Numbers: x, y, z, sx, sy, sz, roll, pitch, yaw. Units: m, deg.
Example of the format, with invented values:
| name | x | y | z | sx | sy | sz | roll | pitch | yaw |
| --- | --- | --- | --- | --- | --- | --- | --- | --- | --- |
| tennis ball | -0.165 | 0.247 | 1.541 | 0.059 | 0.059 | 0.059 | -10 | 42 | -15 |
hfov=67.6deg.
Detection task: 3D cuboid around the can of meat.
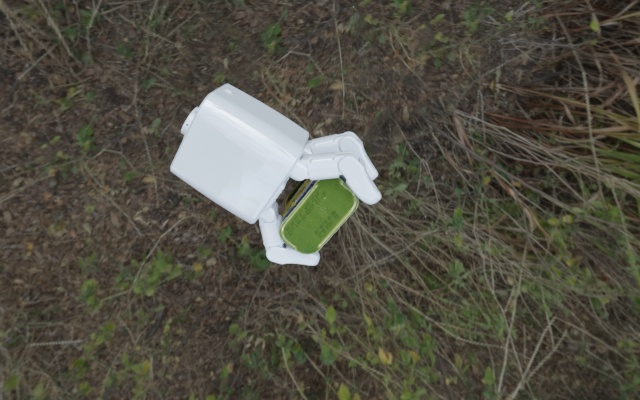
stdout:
| name | x | y | z | sx | sy | sz | roll | pitch | yaw |
| --- | --- | --- | --- | --- | --- | --- | --- | --- | --- |
| can of meat | 0.000 | 0.002 | 0.537 | 0.057 | 0.102 | 0.084 | 36 | 20 | -10 |
